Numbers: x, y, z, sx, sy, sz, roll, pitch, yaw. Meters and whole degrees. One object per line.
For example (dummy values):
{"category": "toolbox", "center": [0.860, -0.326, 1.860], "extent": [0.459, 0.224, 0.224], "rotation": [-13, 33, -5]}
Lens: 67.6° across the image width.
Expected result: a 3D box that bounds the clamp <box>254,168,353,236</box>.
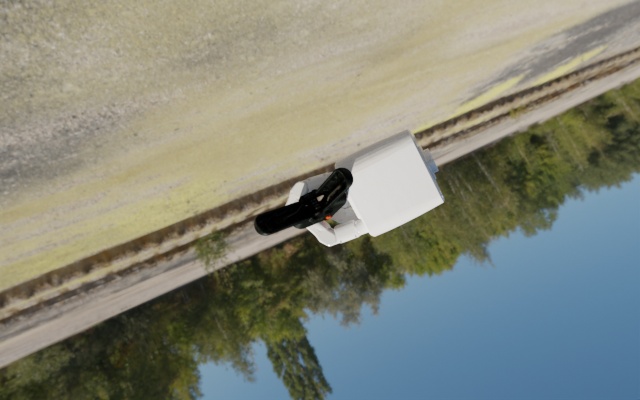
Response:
{"category": "clamp", "center": [0.000, 0.002, 0.579], "extent": [0.120, 0.039, 0.171], "rotation": [-26, -5, 15]}
